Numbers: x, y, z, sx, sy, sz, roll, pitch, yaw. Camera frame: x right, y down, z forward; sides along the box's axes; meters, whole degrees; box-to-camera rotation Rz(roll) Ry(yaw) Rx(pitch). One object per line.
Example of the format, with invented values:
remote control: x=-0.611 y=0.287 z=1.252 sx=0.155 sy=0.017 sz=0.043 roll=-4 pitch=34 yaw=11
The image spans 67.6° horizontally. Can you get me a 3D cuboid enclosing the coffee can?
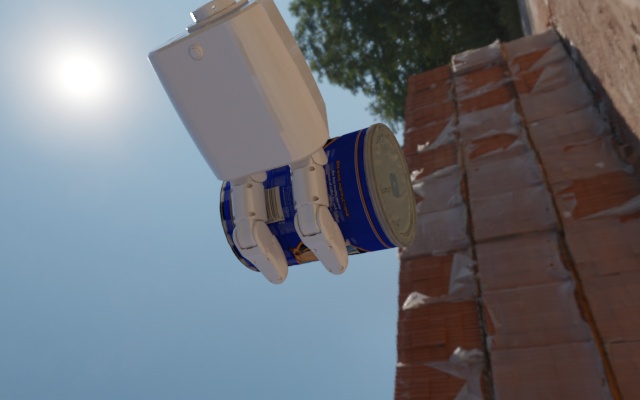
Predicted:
coffee can: x=0.000 y=0.001 z=0.414 sx=0.140 sy=0.103 sz=0.103 roll=-13 pitch=-6 yaw=25
